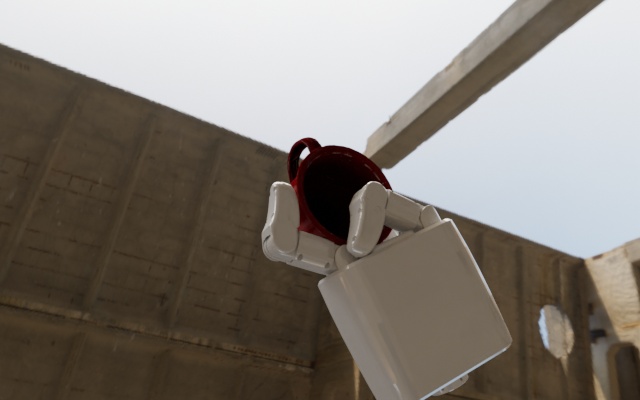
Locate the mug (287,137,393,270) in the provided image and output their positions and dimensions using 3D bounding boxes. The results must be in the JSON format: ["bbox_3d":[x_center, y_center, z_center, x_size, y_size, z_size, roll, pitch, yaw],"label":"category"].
[{"bbox_3d":[-0.001,0.000,0.420,0.093,0.117,0.081,-17,-16,-35],"label":"mug"}]
